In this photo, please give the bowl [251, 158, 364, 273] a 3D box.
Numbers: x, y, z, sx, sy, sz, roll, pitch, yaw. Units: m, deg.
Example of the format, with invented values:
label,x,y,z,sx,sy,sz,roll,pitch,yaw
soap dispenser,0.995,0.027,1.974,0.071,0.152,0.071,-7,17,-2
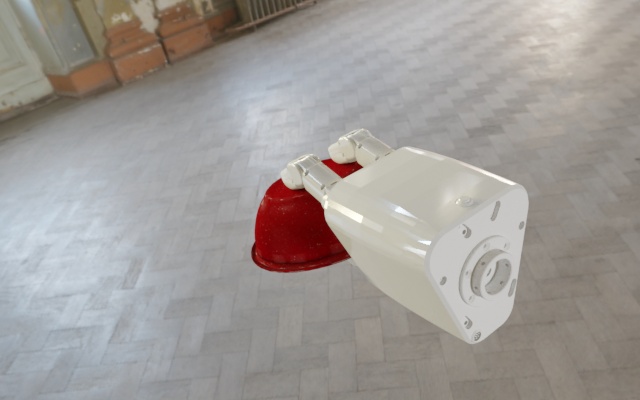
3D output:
label,x,y,z,sx,sy,sz,roll,pitch,yaw
bowl,-0.001,0.001,0.456,0.162,0.055,0.162,-18,19,7
